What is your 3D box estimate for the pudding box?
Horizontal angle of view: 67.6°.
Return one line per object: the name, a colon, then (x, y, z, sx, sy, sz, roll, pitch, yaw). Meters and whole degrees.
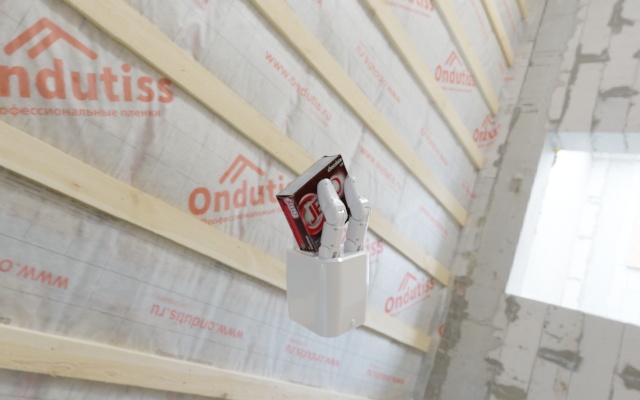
pudding box: (0.000, 0.002, 0.651, 0.039, 0.090, 0.113, 1, 33, 40)
